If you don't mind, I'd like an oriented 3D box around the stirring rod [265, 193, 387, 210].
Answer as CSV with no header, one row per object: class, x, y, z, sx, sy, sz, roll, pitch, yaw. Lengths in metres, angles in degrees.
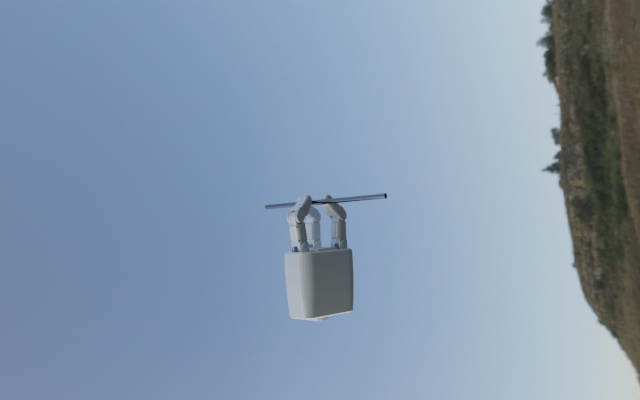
stirring rod,0.000,0.003,0.776,0.239,0.011,0.011,-6,-3,37
